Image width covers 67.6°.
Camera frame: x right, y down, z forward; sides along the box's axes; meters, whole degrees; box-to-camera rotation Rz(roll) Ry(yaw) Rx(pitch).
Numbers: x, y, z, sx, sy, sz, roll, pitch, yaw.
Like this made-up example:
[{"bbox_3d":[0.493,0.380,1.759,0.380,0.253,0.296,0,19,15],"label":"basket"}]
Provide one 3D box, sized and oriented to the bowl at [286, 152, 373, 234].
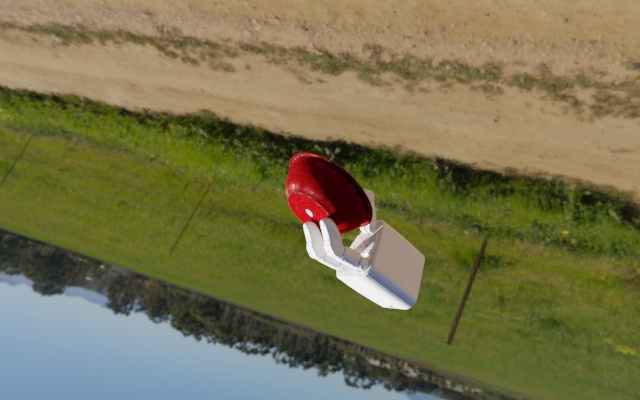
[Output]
[{"bbox_3d":[-0.001,0.002,0.749,0.162,0.162,0.055,0,42,54],"label":"bowl"}]
